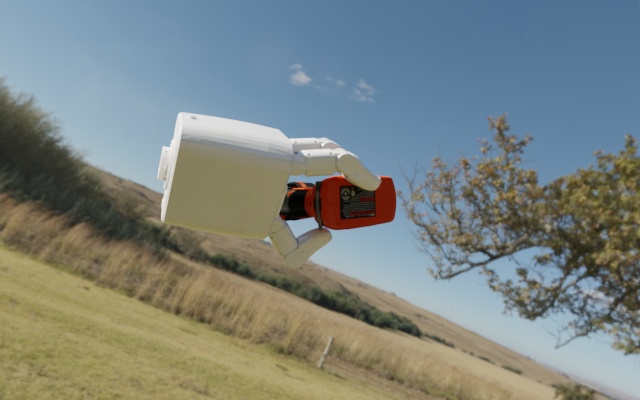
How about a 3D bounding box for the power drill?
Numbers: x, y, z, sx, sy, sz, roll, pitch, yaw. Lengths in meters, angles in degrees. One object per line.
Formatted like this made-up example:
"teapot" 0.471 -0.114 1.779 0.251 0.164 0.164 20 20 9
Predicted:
"power drill" 0.000 0.002 0.587 0.184 0.057 0.187 -6 2 -39
